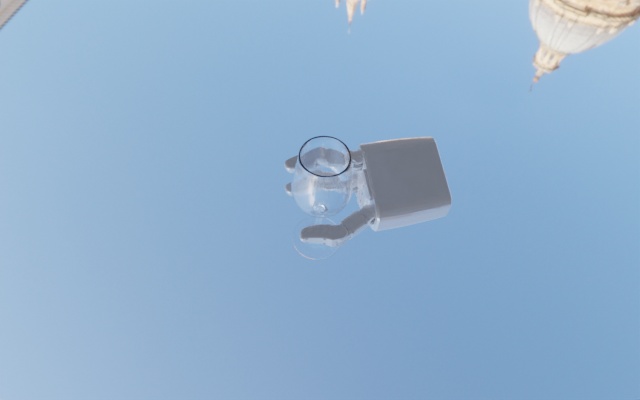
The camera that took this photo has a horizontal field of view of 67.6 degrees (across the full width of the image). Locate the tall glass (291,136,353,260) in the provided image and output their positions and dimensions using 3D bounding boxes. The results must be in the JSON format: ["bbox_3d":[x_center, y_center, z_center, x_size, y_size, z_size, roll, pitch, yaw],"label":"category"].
[{"bbox_3d":[0.000,0.003,0.636,0.079,0.079,0.201,0,-33,-3],"label":"tall glass"}]
